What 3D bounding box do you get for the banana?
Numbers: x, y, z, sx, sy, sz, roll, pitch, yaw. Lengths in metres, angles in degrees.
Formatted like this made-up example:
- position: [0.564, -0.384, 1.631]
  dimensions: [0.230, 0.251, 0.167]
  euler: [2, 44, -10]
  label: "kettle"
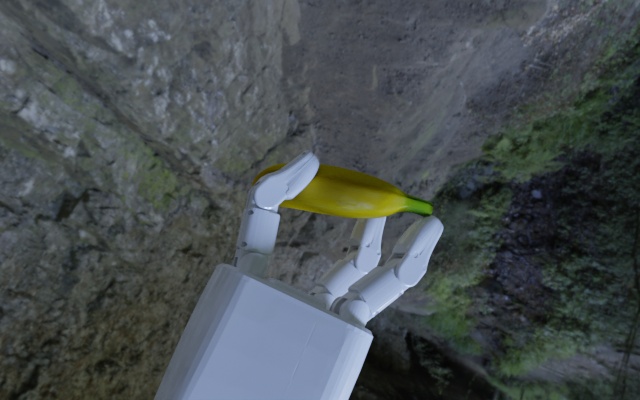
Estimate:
- position: [-0.009, -0.006, 0.400]
  dimensions: [0.198, 0.037, 0.070]
  euler: [9, -18, 45]
  label: "banana"
